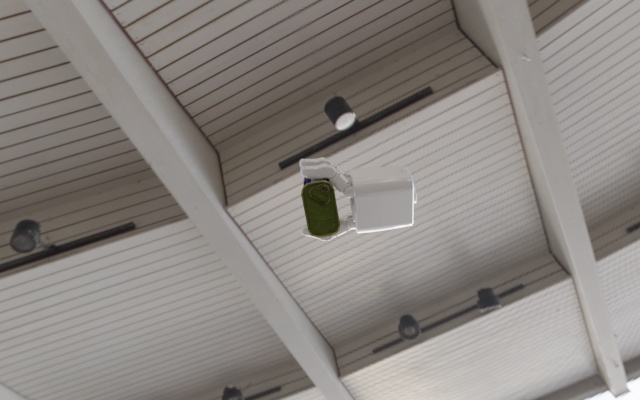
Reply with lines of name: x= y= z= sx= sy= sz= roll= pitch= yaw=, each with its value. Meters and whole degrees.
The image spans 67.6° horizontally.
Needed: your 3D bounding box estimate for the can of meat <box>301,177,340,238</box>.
can of meat: x=0.000 y=0.003 z=0.860 sx=0.057 sy=0.102 sz=0.084 roll=-9 pitch=19 yaw=3
